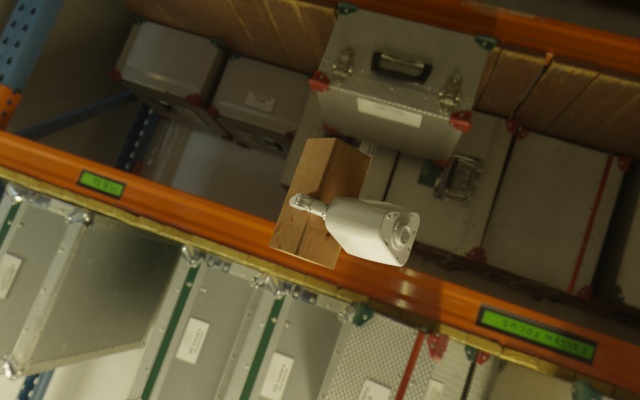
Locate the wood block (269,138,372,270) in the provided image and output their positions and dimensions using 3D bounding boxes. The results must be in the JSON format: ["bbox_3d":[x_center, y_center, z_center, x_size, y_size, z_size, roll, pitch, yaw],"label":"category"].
[{"bbox_3d":[0.000,0.003,0.835,0.091,0.206,0.090,26,-10,-36],"label":"wood block"}]
